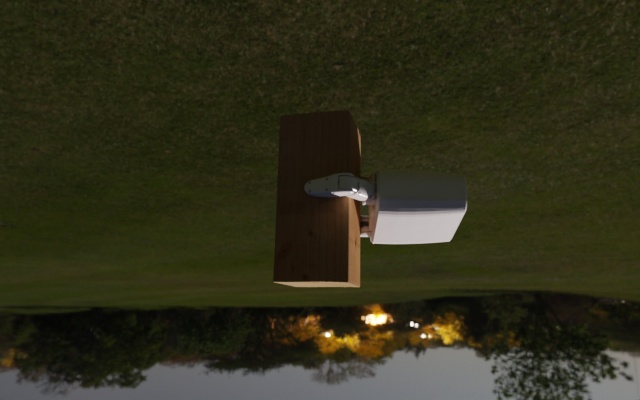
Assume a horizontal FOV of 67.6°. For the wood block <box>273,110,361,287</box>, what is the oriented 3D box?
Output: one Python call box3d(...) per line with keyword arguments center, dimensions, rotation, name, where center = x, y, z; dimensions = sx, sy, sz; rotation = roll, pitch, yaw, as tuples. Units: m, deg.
box3d(center=(0.000, 0.002, 0.601), dimensions=(0.090, 0.206, 0.091), rotation=(-2, -14, 14), name="wood block")
